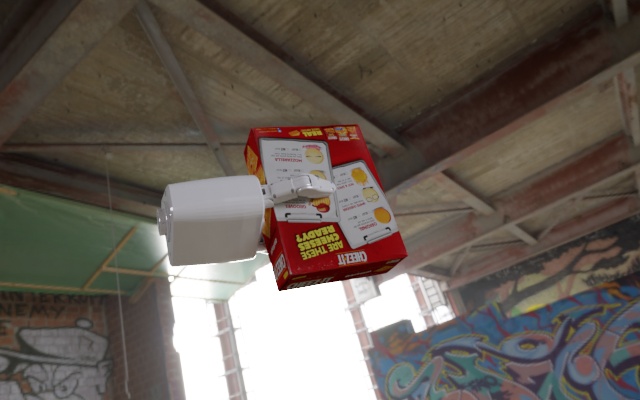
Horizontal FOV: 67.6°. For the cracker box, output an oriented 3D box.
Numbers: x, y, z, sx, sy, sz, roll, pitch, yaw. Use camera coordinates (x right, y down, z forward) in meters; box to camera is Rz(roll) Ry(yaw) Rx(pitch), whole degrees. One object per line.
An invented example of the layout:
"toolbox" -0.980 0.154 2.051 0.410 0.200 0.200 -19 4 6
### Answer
"cracker box" 0.000 0.002 0.643 0.164 0.213 0.072 -6 -27 -23
